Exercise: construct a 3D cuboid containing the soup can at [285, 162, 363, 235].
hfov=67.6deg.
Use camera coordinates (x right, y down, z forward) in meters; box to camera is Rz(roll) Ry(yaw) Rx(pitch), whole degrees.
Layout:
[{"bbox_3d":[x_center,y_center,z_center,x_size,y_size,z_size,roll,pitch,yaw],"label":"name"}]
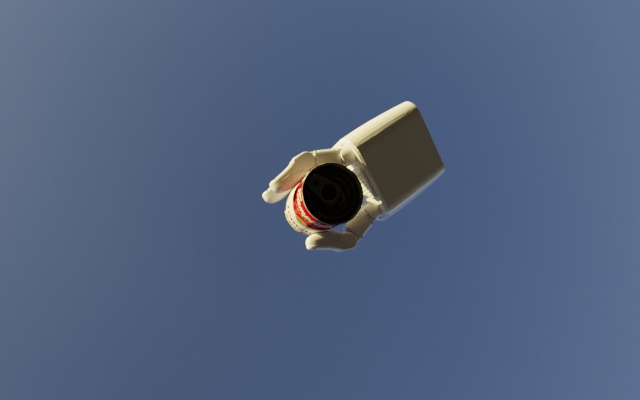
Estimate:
[{"bbox_3d":[0.000,0.002,0.551,0.068,0.068,0.102,0,-11,-16],"label":"soup can"}]
